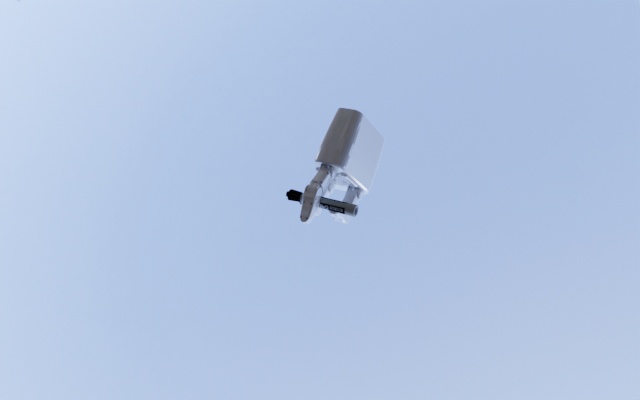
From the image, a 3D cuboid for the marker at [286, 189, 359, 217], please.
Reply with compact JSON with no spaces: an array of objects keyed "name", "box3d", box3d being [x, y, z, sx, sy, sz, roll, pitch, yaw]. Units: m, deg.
[{"name":"marker","box3d":[0.000,0.002,0.738,0.121,0.020,0.020,14,6,24]}]
